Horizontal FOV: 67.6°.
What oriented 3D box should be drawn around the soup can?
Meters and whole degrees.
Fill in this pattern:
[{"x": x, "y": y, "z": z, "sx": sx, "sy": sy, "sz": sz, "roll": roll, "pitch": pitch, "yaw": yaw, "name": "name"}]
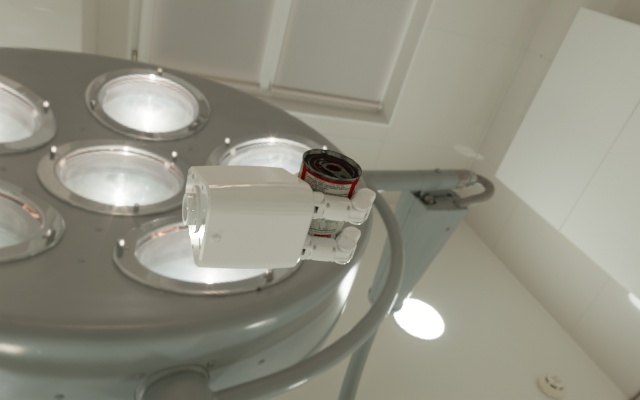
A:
[{"x": 0.000, "y": 0.002, "z": 0.545, "sx": 0.068, "sy": 0.102, "sz": 0.068, "roll": 13, "pitch": 29, "yaw": -7, "name": "soup can"}]
